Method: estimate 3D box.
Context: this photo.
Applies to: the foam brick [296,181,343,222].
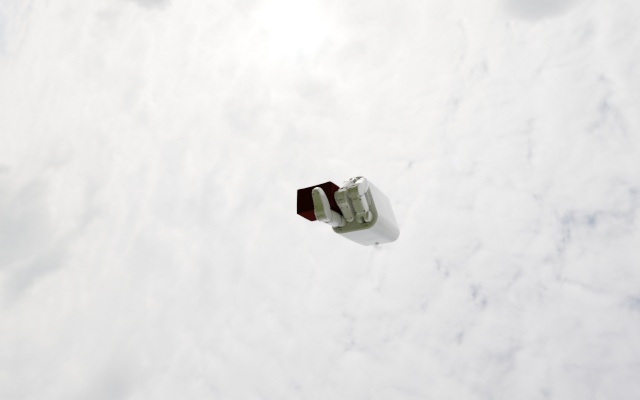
[{"bbox_3d":[0.000,0.003,0.892,0.078,0.053,0.051,-13,-26,32],"label":"foam brick"}]
